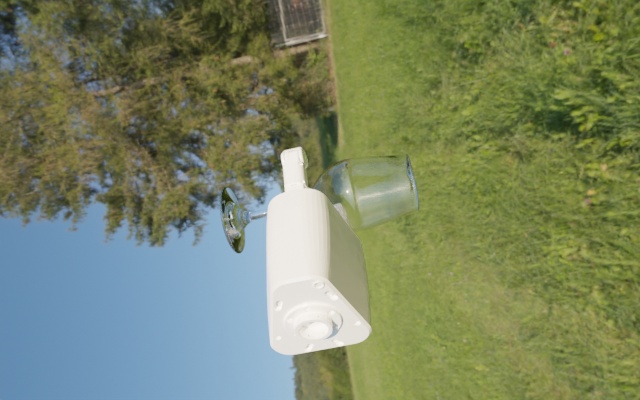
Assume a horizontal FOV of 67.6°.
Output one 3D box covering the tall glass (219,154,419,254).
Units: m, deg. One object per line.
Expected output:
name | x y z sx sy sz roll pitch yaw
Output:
tall glass | -0.001 0.002 0.512 0.201 0.079 0.079 -12 -1 6
